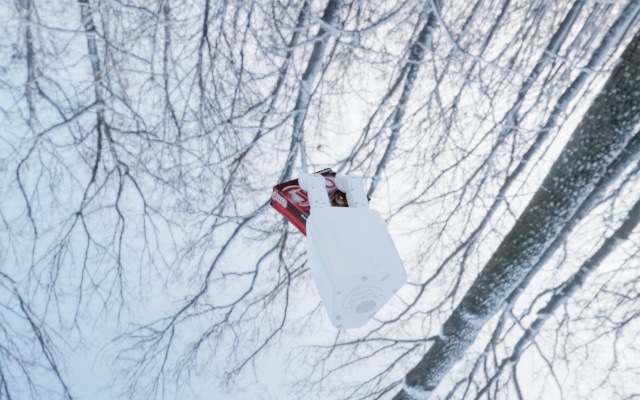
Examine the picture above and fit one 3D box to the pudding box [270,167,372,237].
[{"bbox_3d":[0.000,0.002,0.666,0.113,0.039,0.090,-20,50,-43],"label":"pudding box"}]
